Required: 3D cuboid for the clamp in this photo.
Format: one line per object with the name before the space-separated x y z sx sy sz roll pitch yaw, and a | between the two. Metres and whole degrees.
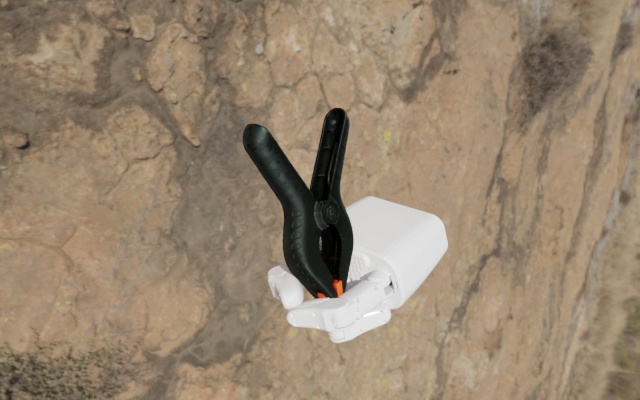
clamp | 0.000 0.002 0.416 0.039 0.171 0.120 7 28 44
